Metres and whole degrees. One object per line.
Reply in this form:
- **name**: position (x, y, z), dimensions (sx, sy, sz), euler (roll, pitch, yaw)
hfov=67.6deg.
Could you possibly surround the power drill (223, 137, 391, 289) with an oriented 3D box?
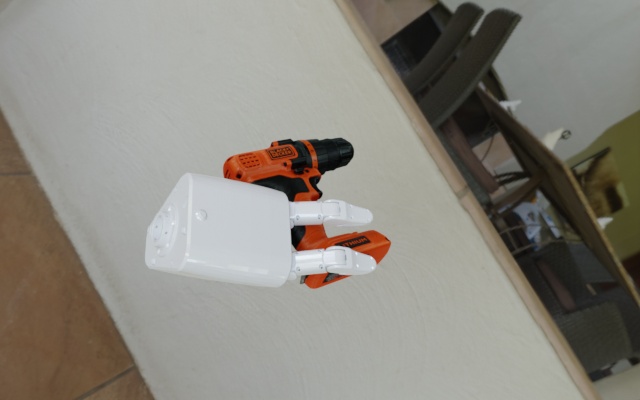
- **power drill**: position (0.000, 0.002, 0.569), dimensions (0.184, 0.187, 0.057), euler (-16, -34, -31)
